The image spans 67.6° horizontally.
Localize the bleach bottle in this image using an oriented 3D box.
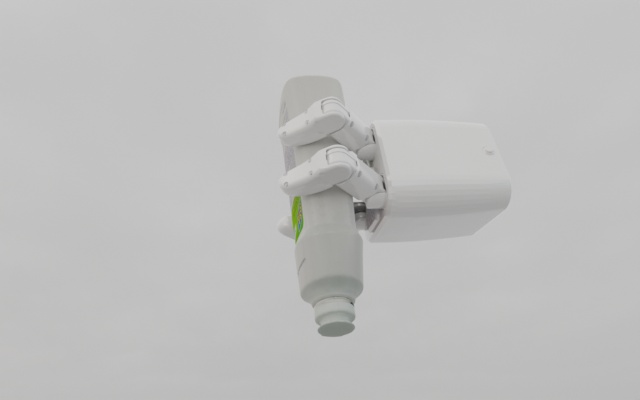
[{"bbox_3d":[0.000,0.001,0.433,0.068,0.250,0.103,-1,-38,-7],"label":"bleach bottle"}]
